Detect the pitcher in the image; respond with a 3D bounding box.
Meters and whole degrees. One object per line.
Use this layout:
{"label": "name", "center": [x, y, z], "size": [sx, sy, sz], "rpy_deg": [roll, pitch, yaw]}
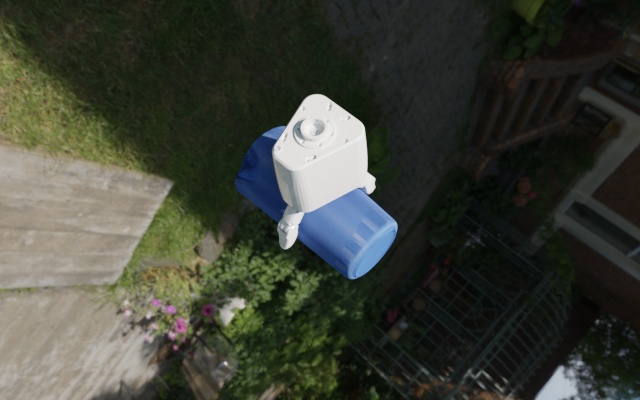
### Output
{"label": "pitcher", "center": [0.000, 0.002, 0.737], "size": [0.242, 0.149, 0.145], "rpy_deg": [40, -19, 22]}
